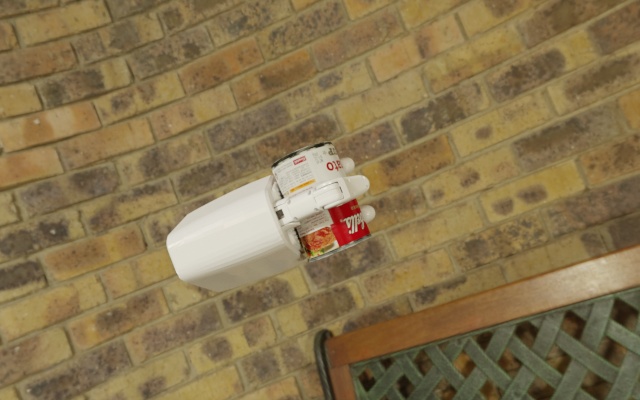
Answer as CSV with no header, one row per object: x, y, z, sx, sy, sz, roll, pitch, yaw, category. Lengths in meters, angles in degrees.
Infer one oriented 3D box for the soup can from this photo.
0.000,0.001,0.472,0.068,0.102,0.068,-22,-4,-2,soup can
